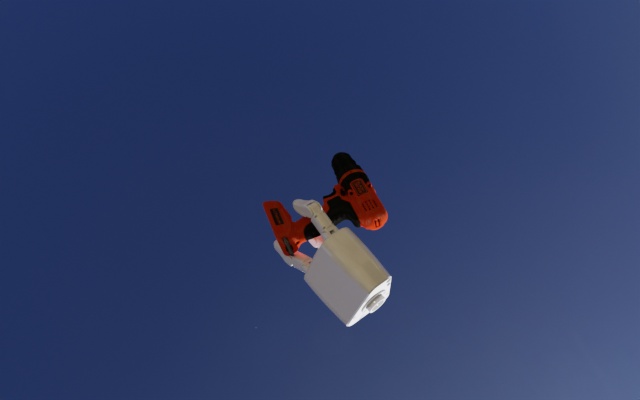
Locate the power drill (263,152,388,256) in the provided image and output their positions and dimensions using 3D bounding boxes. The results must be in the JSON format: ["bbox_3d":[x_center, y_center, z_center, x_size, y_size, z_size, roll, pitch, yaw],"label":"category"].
[{"bbox_3d":[0.000,0.003,0.819,0.187,0.057,0.184,-24,44,-3],"label":"power drill"}]
